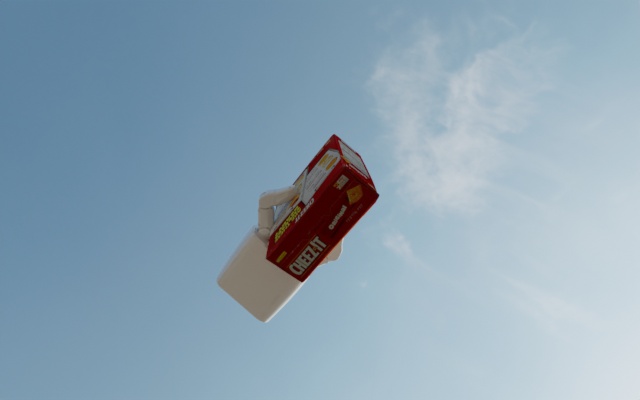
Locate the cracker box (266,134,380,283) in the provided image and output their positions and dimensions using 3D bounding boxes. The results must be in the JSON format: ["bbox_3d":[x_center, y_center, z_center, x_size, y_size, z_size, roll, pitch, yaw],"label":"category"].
[{"bbox_3d":[0.000,0.002,0.713,0.072,0.164,0.213,37,14,-13],"label":"cracker box"}]
